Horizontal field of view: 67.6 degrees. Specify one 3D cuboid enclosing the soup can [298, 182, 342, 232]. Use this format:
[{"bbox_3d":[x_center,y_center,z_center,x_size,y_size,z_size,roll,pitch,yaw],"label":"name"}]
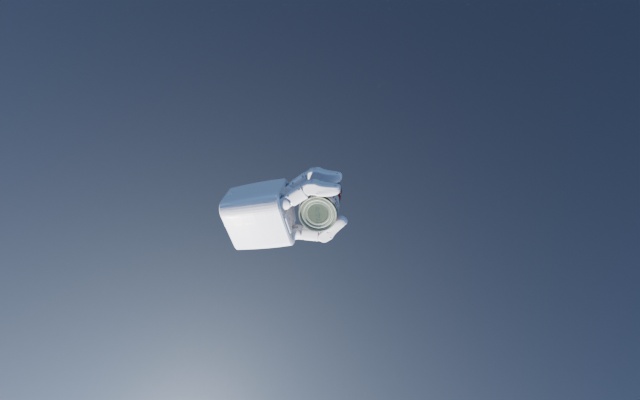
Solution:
[{"bbox_3d":[0.001,0.003,0.832,0.068,0.068,0.102,0,23,6],"label":"soup can"}]
